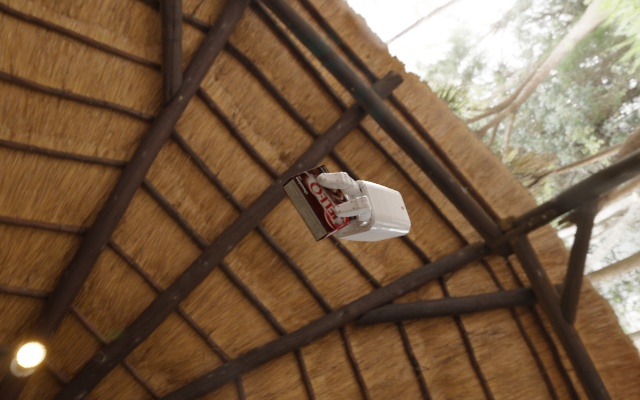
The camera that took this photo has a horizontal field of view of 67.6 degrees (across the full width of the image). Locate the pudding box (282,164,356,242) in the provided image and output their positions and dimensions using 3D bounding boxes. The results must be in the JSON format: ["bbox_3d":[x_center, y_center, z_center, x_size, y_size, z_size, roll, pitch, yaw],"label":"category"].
[{"bbox_3d":[0.000,0.003,0.803,0.039,0.113,0.090,-40,-9,38],"label":"pudding box"}]
